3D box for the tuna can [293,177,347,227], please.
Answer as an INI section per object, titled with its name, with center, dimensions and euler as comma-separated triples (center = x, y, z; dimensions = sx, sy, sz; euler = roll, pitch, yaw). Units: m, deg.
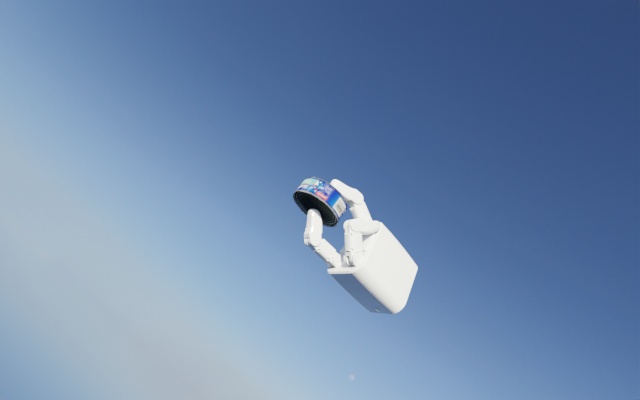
[tuna can]
center = 0.000, 0.002, 0.767
dimensions = 0.086, 0.033, 0.086
euler = 30, -25, 15
